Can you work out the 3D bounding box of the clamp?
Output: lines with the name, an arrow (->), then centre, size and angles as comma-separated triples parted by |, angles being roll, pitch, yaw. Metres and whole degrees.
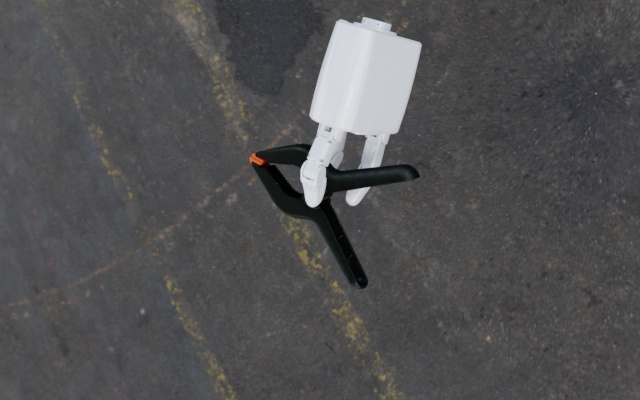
clamp -> -0.001, 0.002, 0.579 | 0.210, 0.165, 0.036 | 24, 22, 23
